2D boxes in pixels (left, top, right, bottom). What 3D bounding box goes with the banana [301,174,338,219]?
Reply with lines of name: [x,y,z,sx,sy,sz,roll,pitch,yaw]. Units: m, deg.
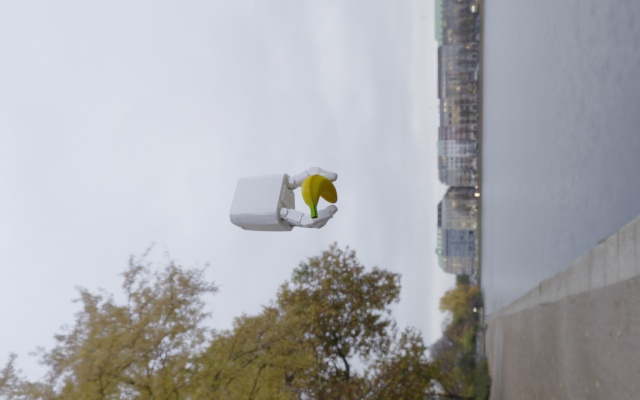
banana: [-0.003,-0.015,0.882,0.037,0.069,0.198,-5,7,15]
